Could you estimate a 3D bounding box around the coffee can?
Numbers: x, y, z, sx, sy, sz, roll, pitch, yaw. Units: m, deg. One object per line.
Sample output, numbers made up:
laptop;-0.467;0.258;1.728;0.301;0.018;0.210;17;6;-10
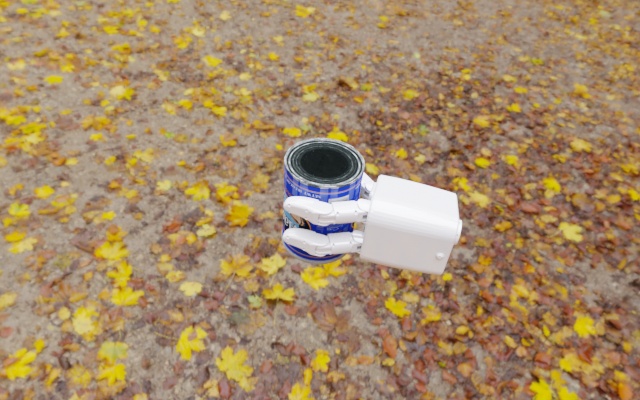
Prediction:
coffee can;0.000;0.002;0.646;0.103;0.140;0.102;3;42;-3
